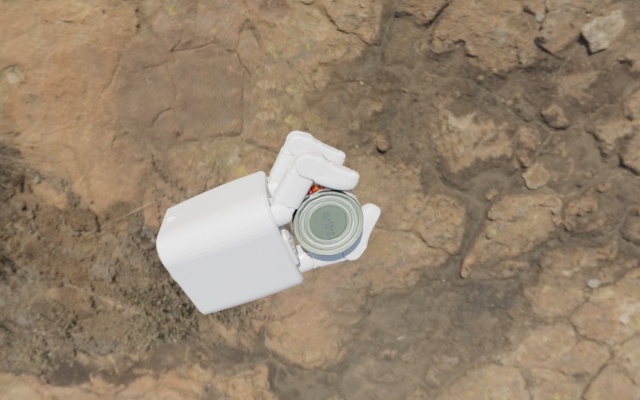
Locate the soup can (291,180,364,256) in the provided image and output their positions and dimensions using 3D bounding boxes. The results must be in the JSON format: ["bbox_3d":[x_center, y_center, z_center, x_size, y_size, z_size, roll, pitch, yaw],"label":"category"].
[{"bbox_3d":[0.001,0.002,0.475,0.068,0.068,0.102,0,24,-9],"label":"soup can"}]
